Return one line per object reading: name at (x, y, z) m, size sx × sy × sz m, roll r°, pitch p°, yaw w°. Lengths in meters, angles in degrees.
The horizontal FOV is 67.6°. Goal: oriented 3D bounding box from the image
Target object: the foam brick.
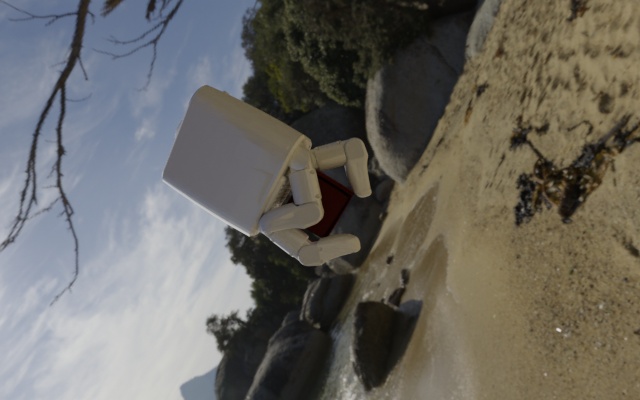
foam brick at (0.000, 0.002, 0.494) m, size 0.051 × 0.053 × 0.078 m, roll 31°, pitch 5°, yaw 3°
